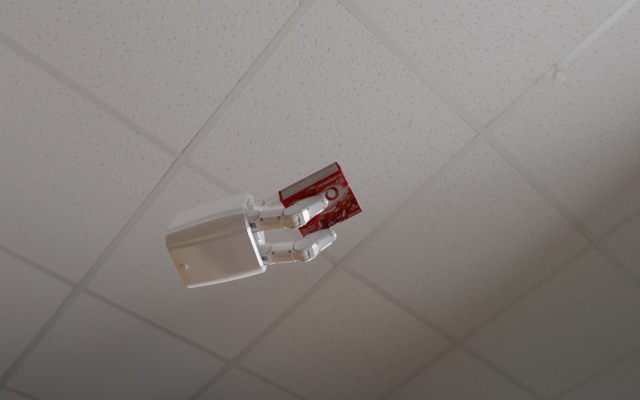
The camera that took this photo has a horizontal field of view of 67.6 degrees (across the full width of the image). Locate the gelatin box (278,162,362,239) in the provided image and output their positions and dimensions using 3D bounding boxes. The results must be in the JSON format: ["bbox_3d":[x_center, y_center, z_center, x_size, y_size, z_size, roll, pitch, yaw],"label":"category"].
[{"bbox_3d":[0.000,0.002,0.629,0.089,0.073,0.030,-28,31,3],"label":"gelatin box"}]
